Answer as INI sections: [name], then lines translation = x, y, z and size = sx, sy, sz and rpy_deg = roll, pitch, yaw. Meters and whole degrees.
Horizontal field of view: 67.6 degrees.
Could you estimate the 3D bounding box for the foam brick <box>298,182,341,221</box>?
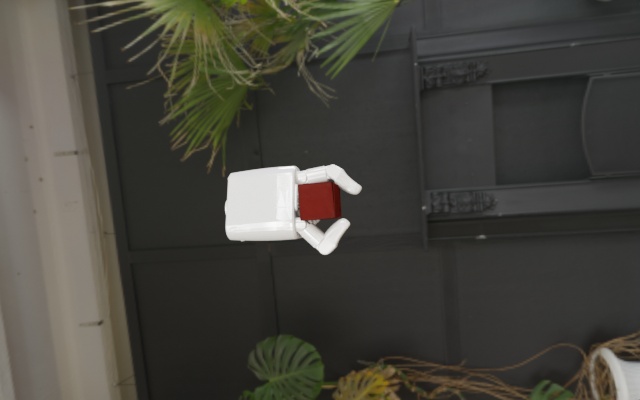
[foam brick]
translation = 0.000, 0.002, 0.697
size = 0.051, 0.053, 0.078
rpy_deg = -4, -3, 9
